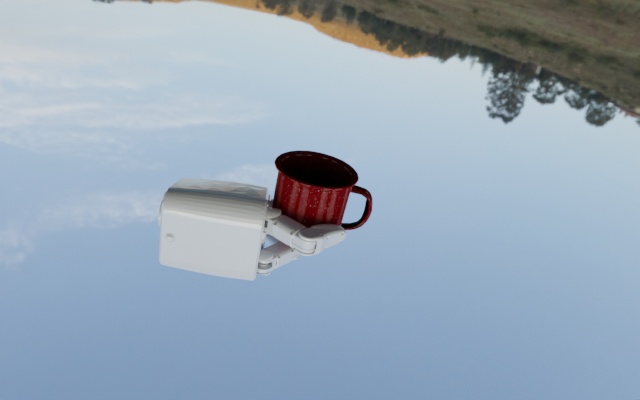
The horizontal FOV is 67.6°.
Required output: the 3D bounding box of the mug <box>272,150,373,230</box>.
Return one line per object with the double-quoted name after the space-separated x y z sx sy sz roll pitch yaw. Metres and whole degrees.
0.001 0.002 0.539 0.117 0.081 0.093 11 27 -5 "mug"
